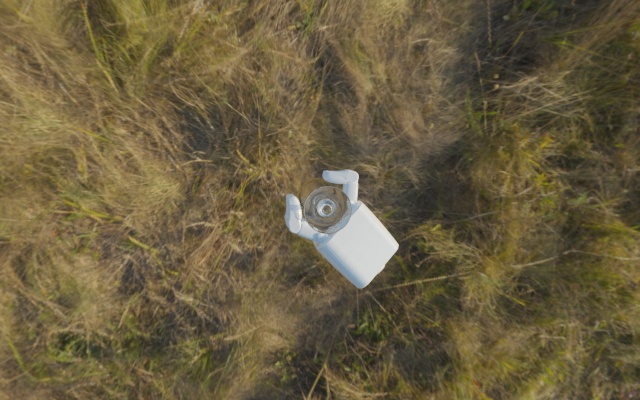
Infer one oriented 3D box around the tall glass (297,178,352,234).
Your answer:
[{"bbox_3d":[0.000,0.003,0.827,0.079,0.079,0.201,0,8,-7],"label":"tall glass"}]
